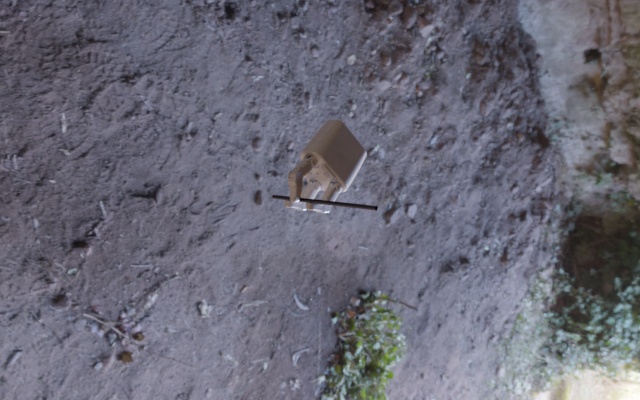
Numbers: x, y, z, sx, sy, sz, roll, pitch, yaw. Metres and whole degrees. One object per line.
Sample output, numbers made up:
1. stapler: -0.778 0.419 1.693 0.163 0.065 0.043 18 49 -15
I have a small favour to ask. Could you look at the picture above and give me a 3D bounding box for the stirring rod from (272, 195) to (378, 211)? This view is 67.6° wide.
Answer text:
1. stirring rod: 0.000 0.003 0.875 0.239 0.011 0.011 6 4 38
